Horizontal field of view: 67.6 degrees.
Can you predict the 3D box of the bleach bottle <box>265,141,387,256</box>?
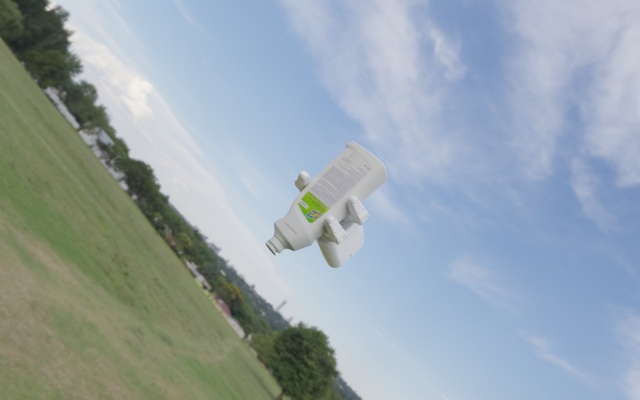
[{"bbox_3d":[0.000,0.003,0.864,0.102,0.251,0.068,40,-19,32],"label":"bleach bottle"}]
